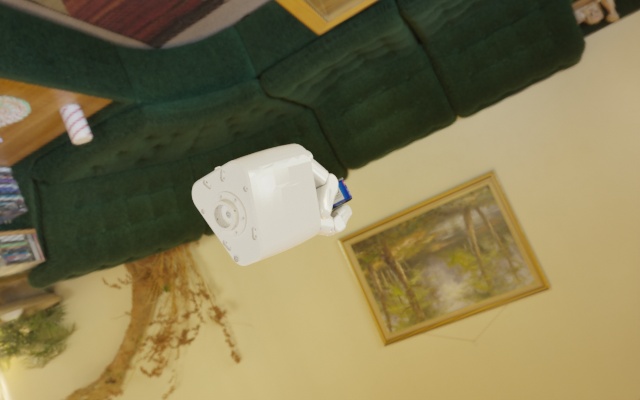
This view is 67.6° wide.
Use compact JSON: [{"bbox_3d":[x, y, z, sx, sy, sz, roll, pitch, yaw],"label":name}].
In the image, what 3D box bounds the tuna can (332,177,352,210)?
[{"bbox_3d":[0.000,0.003,0.657,0.086,0.034,0.086,-27,0,0],"label":"tuna can"}]
